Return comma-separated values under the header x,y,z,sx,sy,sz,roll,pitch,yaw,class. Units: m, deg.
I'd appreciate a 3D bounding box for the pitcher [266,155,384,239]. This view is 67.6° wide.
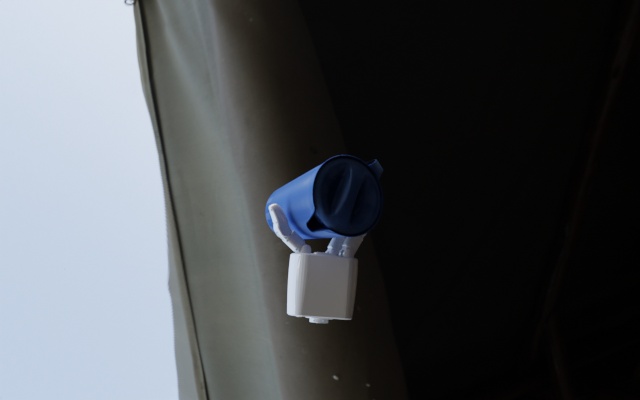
x,y,z,sx,sy,sz,roll,pitch,yaw,class
0.000,0.003,0.863,0.149,0.145,0.243,8,-12,-27,pitcher
